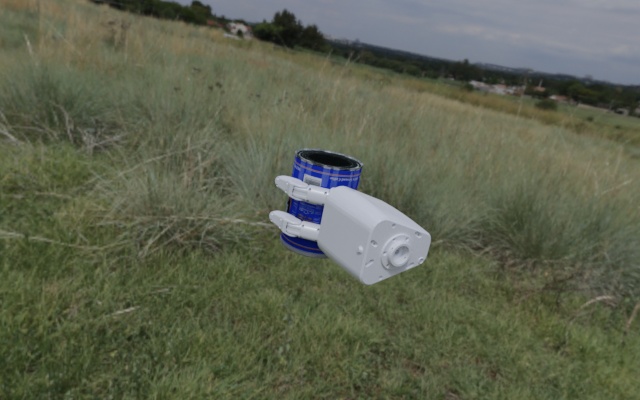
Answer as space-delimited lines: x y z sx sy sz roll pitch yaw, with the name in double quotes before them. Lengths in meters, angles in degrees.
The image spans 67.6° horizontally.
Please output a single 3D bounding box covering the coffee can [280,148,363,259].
"coffee can" 0.000 0.002 0.724 0.103 0.140 0.102 10 18 -3
